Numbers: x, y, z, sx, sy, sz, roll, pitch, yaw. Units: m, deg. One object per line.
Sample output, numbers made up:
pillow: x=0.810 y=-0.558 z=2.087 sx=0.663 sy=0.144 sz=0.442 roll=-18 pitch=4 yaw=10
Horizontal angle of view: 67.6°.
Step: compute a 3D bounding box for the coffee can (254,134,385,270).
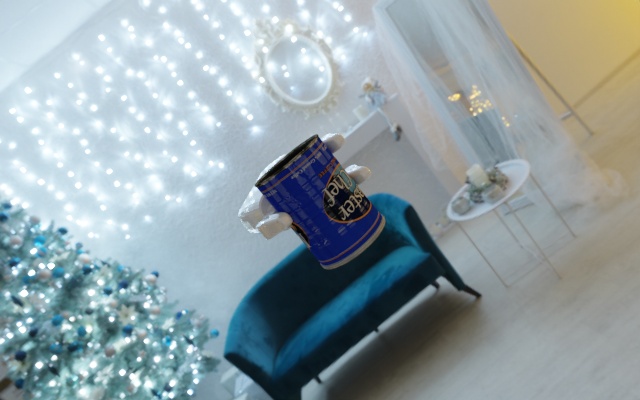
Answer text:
coffee can: x=0.000 y=0.002 z=0.608 sx=0.103 sy=0.140 sz=0.102 roll=-37 pitch=12 yaw=9
